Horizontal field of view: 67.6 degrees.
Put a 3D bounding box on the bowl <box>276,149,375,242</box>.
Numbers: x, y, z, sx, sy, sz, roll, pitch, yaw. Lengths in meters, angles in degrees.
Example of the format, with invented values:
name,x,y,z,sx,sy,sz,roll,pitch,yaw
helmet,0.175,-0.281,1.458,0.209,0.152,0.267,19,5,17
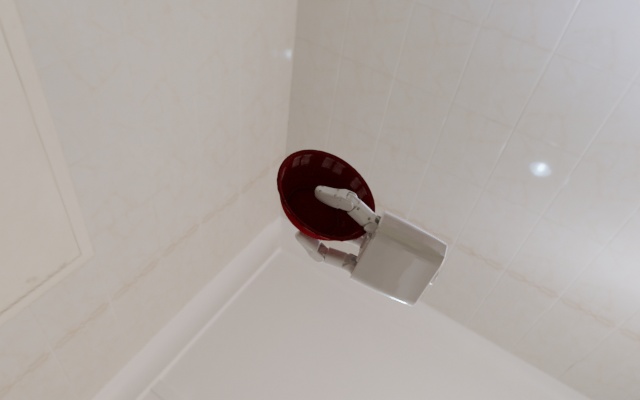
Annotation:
name,x,y,z,sx,sy,sz,roll,pitch,yaw
bowl,-0.001,0.002,0.719,0.162,0.162,0.055,0,-33,-32
